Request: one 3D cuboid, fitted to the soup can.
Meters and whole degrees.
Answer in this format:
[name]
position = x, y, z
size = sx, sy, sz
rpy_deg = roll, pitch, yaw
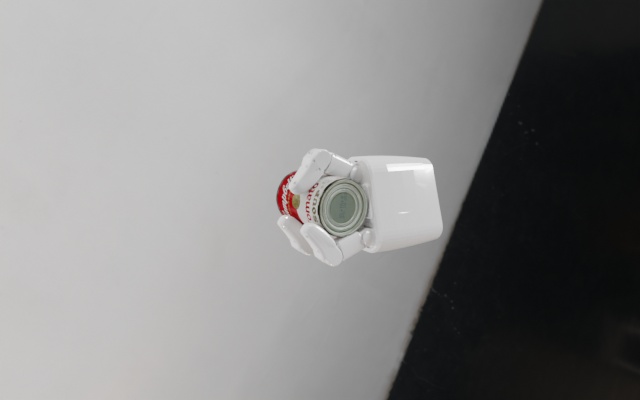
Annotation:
[soup can]
position = 0.000, 0.002, 0.567
size = 0.068, 0.068, 0.102
rpy_deg = 0, 8, -32
